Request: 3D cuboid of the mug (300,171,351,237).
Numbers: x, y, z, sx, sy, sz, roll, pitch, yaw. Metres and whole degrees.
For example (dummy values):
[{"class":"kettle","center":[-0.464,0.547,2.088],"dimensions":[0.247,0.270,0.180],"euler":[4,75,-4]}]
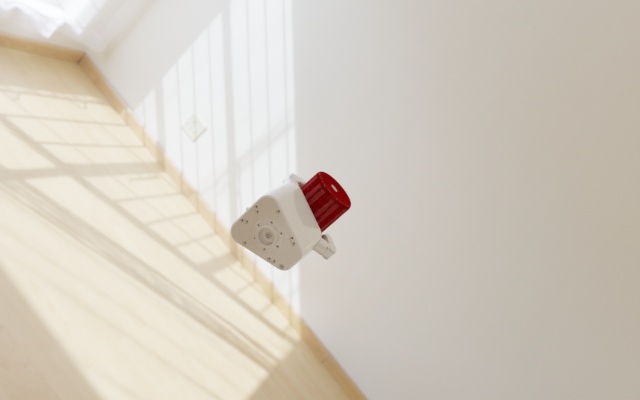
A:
[{"class":"mug","center":[0.001,0.002,0.820],"dimensions":[0.081,0.093,0.117],"euler":[-42,1,18]}]
